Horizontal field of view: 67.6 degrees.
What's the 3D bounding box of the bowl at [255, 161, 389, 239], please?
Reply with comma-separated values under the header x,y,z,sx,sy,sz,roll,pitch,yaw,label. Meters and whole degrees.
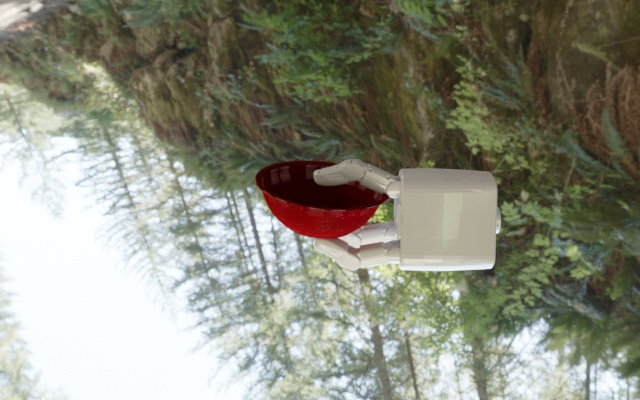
x,y,z,sx,sy,sz,roll,pitch,yaw,label
-0.001,0.002,0.580,0.162,0.055,0.162,6,22,-3,bowl
